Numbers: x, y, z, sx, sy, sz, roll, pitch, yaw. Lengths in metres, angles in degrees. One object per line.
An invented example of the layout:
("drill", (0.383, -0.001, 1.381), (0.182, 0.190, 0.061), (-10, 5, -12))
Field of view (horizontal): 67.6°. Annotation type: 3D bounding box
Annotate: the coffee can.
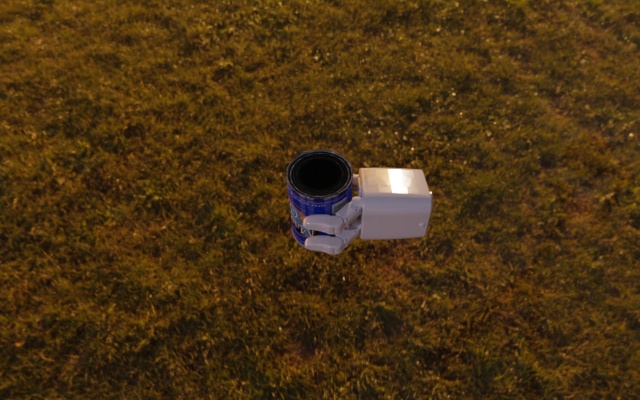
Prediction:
("coffee can", (0.000, 0.003, 0.775), (0.103, 0.102, 0.140), (0, -39, 2))
